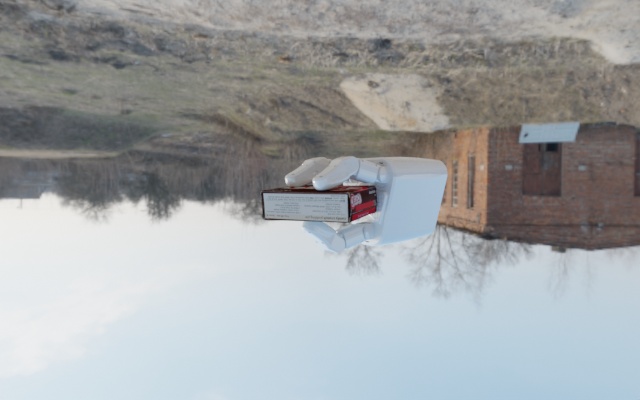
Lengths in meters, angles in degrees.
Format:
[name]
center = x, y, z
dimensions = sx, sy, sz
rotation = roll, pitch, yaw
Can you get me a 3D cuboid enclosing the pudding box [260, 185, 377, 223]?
[pudding box]
center = 0.000, 0.002, 0.563
dimensions = 0.113, 0.039, 0.090
rotation = -1, 5, 25
